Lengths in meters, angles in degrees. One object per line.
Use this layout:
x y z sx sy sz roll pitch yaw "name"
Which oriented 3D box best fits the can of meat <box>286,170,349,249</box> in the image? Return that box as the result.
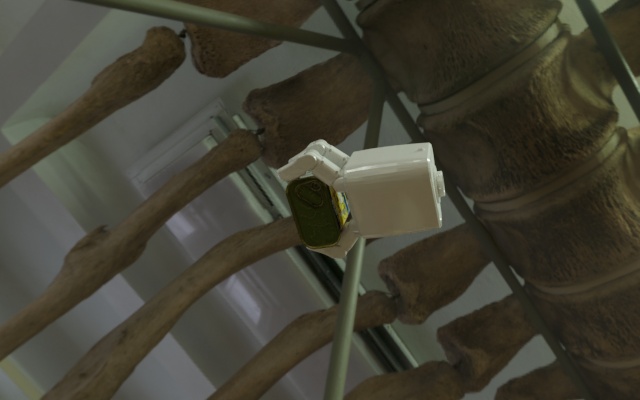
0.000 0.002 0.660 0.057 0.102 0.084 -10 20 19 "can of meat"
